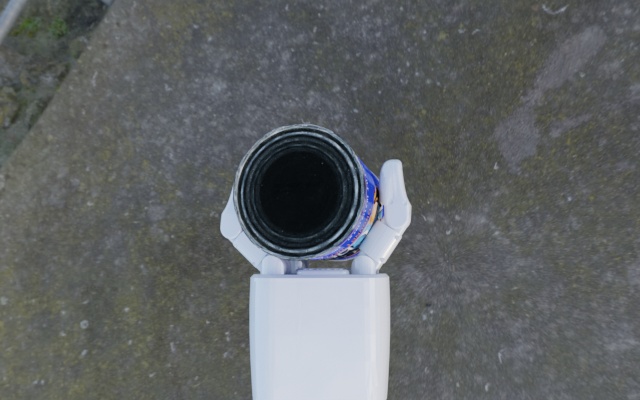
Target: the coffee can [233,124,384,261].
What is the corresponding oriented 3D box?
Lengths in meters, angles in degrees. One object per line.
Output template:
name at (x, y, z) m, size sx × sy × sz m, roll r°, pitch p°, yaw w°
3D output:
coffee can at (0.000, 0.001, 0.417) m, size 0.103 × 0.103 × 0.140 m, roll 0°, pitch -7°, yaw 15°
